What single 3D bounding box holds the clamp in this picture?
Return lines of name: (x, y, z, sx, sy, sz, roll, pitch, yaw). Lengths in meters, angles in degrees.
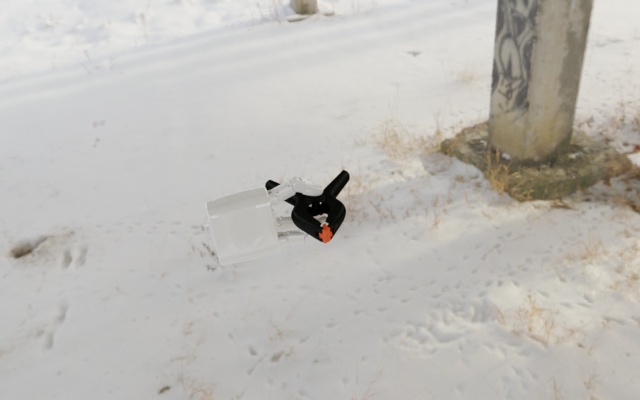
clamp: (0.000, 0.002, 0.851, 0.164, 0.036, 0.210, -13, 32, -13)
